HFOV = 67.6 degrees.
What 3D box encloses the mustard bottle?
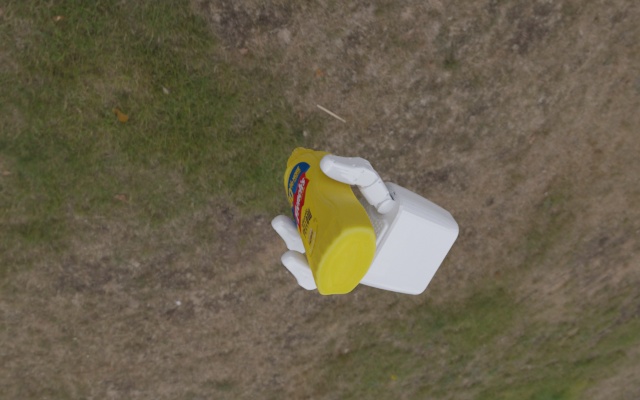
[{"bbox_3d":[0.000,0.002,0.525,0.058,0.096,0.191,-1,40,-19],"label":"mustard bottle"}]
